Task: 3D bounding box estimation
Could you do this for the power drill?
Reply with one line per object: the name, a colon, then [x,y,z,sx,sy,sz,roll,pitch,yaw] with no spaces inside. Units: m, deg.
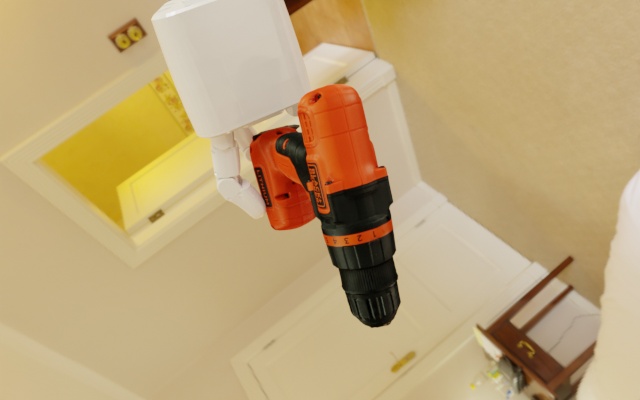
power drill: [0.000,0.001,0.415,0.057,0.184,0.187,-16,11,-22]
